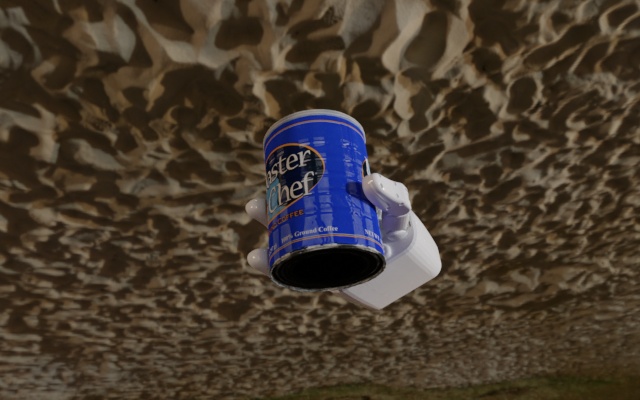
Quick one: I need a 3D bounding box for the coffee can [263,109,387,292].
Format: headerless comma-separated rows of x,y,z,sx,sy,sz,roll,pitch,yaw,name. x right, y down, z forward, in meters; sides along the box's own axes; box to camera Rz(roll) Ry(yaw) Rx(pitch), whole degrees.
0.000,0.001,0.447,0.103,0.140,0.103,-5,-30,-3,coffee can
